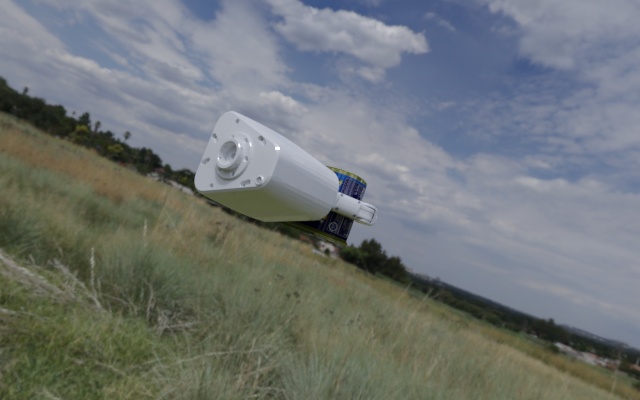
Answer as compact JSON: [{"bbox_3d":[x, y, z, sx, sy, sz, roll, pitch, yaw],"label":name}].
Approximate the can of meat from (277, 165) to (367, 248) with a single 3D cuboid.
[{"bbox_3d":[0.000,0.002,0.592,0.102,0.084,0.057,17,-6,41],"label":"can of meat"}]
